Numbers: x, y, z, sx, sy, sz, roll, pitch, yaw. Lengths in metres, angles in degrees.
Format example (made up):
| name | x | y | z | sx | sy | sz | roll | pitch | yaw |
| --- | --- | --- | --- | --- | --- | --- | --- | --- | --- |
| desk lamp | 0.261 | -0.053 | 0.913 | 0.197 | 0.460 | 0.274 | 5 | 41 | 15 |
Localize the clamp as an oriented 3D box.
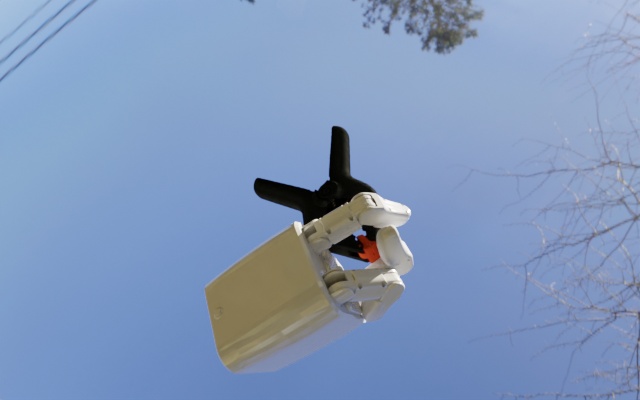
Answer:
| name | x | y | z | sx | sy | sz | roll | pitch | yaw |
| --- | --- | --- | --- | --- | --- | --- | --- | --- | --- |
| clamp | 0.000 | 0.002 | 0.485 | 0.120 | 0.171 | 0.039 | -32 | -44 | 7 |
